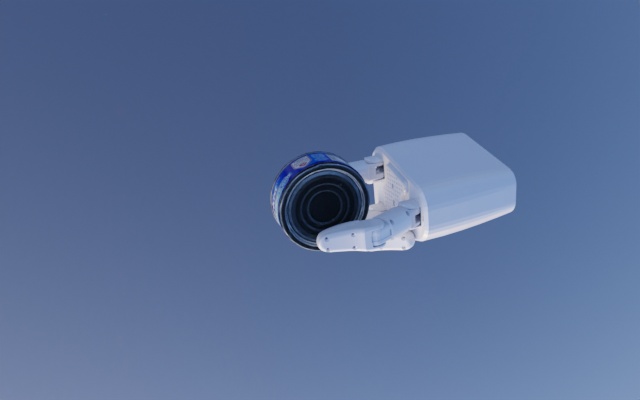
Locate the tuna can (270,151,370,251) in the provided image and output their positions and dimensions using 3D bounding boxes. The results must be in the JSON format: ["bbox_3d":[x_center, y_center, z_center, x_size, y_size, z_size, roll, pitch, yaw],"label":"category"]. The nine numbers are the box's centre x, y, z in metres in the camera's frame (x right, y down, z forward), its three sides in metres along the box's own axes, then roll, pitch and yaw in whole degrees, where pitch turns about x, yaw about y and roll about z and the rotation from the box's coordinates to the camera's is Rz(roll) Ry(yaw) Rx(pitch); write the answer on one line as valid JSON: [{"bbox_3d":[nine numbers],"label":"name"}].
[{"bbox_3d":[0.000,0.002,0.429,0.086,0.086,0.033,0,21,-18],"label":"tuna can"}]
